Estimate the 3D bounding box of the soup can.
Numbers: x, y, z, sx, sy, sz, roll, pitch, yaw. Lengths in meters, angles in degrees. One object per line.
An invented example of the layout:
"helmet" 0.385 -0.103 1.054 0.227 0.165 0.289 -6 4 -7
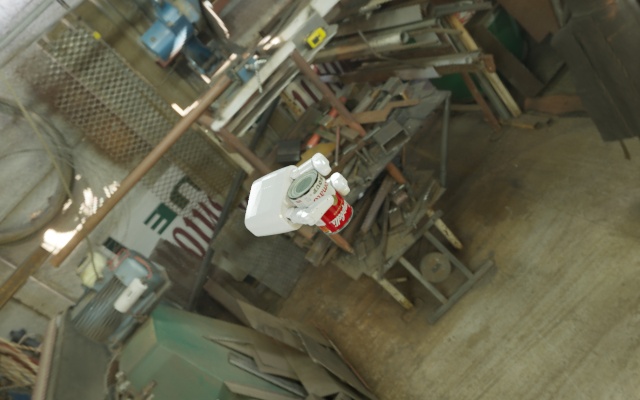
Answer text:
"soup can" 0.000 0.003 0.835 0.102 0.068 0.068 46 -26 -28
